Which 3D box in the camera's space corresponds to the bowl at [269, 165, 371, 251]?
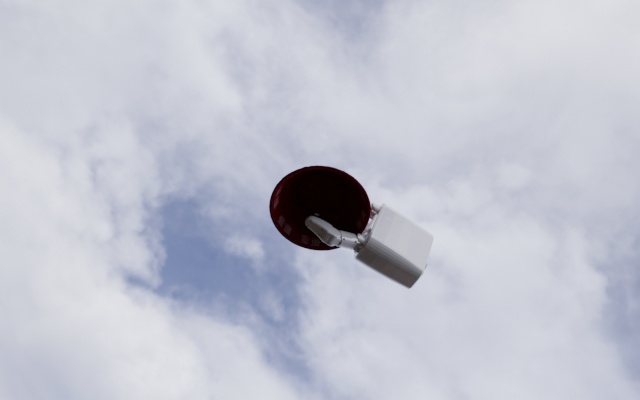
[{"bbox_3d":[-0.001,0.002,0.775,0.162,0.162,0.055,0,33,3],"label":"bowl"}]
